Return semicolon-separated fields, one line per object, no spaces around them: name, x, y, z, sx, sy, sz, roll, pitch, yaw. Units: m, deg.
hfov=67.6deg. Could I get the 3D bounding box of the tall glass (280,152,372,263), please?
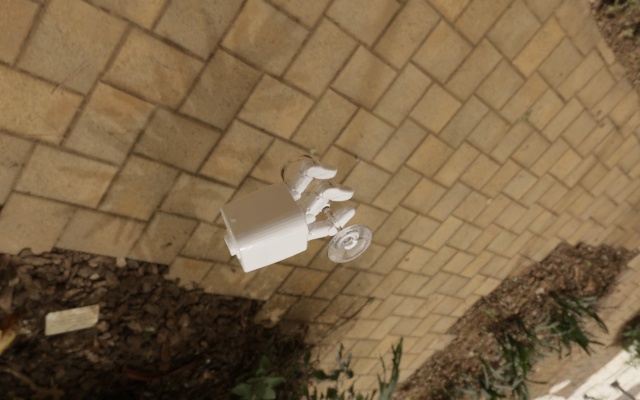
tall glass;0.001;0.003;0.759;0.079;0.079;0.201;0;38;-33
